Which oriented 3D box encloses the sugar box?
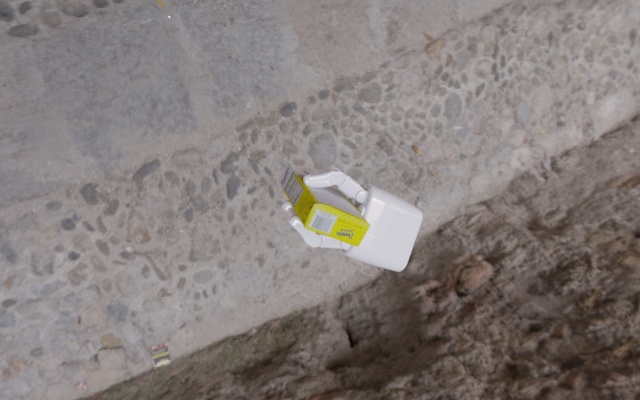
[{"bbox_3d":[0.000,0.003,0.735,0.093,0.048,0.176,22,12,-24],"label":"sugar box"}]
